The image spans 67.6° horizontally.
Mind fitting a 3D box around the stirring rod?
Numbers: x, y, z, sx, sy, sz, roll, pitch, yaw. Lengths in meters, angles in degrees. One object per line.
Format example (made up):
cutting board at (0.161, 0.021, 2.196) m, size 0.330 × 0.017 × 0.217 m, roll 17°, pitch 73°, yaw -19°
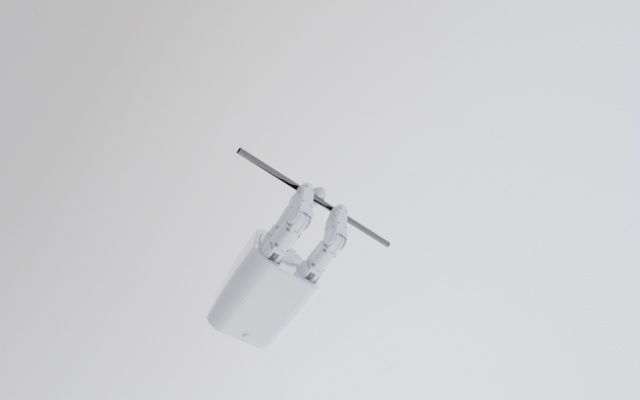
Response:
stirring rod at (0.000, 0.002, 0.582) m, size 0.239 × 0.011 × 0.011 m, roll 32°, pitch -16°, yaw -27°
